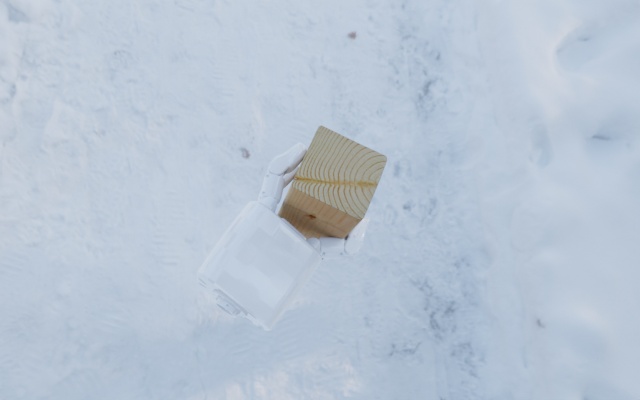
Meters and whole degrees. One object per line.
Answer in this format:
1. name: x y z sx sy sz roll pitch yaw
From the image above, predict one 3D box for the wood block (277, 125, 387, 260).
1. wood block: 0.000 0.002 0.630 0.091 0.090 0.206 26 -24 -4
